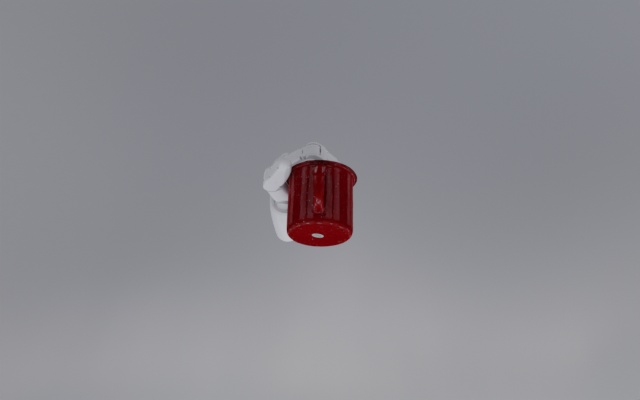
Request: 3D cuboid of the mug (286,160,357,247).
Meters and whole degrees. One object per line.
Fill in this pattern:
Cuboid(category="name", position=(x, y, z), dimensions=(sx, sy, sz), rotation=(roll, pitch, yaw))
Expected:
Cuboid(category="mug", position=(0.000, 0.001, 0.585), dimensions=(0.093, 0.081, 0.117), rotation=(2, -27, -1))
